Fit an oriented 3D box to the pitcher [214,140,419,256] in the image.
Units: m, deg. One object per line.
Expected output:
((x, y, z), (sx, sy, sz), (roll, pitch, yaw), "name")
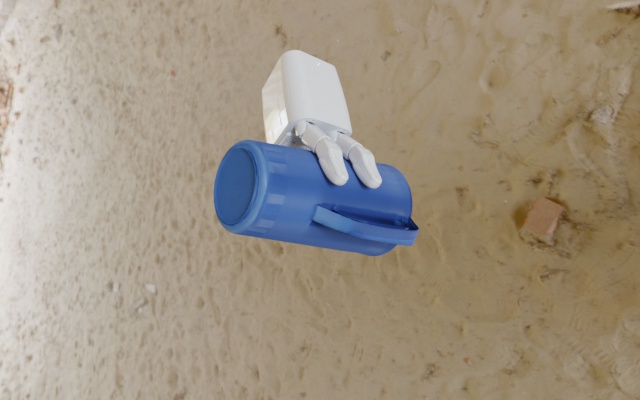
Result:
((0.000, 0.002, 0.602), (0.243, 0.145, 0.149), (9, -28, -41), "pitcher")
